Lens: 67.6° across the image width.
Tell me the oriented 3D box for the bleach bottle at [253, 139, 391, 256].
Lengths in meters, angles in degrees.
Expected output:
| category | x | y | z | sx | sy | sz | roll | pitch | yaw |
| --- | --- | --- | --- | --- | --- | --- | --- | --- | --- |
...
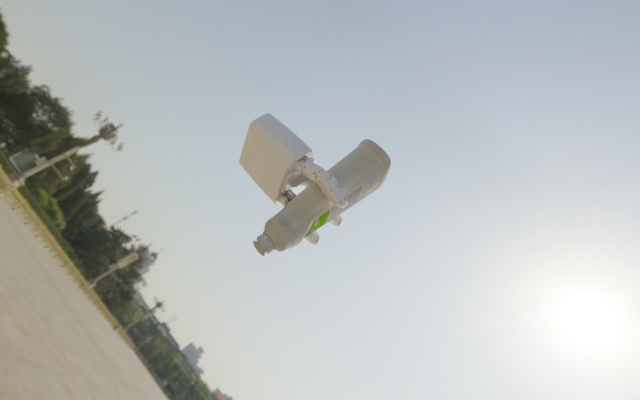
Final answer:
| category | x | y | z | sx | sy | sz | roll | pitch | yaw |
| --- | --- | --- | --- | --- | --- | --- | --- | --- | --- |
| bleach bottle | 0.000 | 0.003 | 0.764 | 0.250 | 0.068 | 0.103 | -35 | -21 | -26 |
